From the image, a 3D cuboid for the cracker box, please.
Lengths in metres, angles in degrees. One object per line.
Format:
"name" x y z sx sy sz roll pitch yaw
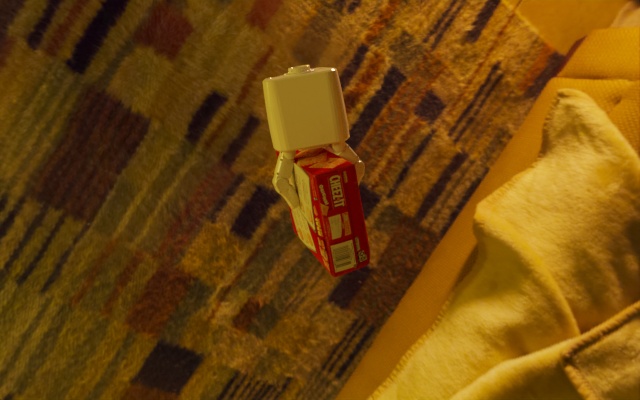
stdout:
"cracker box" 0.000 0.003 0.776 0.072 0.164 0.213 -17 21 -14
